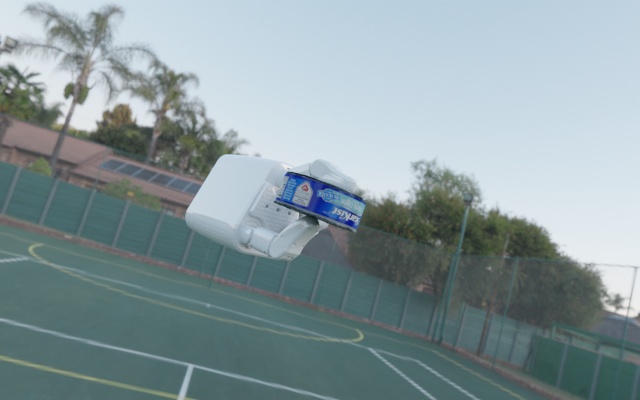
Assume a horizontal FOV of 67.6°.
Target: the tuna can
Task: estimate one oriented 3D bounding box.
[{"bbox_3d":[0.000,0.001,0.467,0.086,0.034,0.086,20,-3,1],"label":"tuna can"}]
